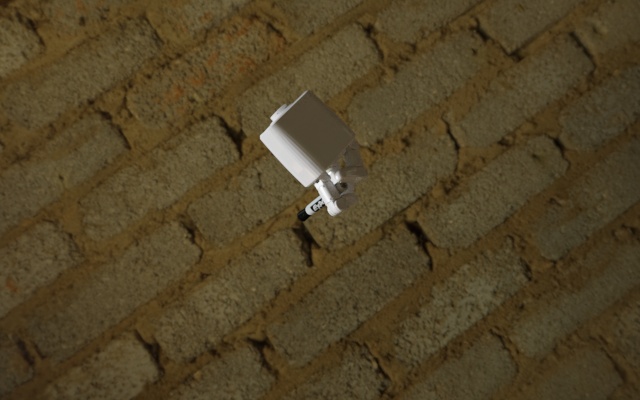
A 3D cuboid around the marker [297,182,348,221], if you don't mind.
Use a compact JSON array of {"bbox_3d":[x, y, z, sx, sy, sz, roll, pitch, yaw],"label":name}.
[{"bbox_3d":[0.000,0.003,0.768,0.020,0.020,0.121,0,-26,-40],"label":"marker"}]
